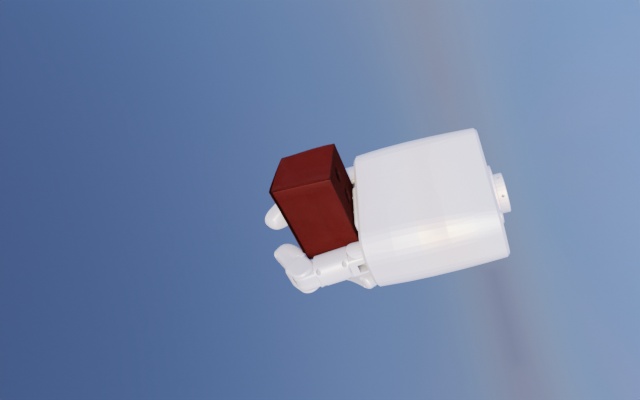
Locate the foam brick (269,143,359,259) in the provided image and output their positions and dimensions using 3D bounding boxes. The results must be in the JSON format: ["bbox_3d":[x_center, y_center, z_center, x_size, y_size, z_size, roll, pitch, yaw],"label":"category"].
[{"bbox_3d":[0.000,0.001,0.401,0.051,0.078,0.053,-14,35,18],"label":"foam brick"}]
